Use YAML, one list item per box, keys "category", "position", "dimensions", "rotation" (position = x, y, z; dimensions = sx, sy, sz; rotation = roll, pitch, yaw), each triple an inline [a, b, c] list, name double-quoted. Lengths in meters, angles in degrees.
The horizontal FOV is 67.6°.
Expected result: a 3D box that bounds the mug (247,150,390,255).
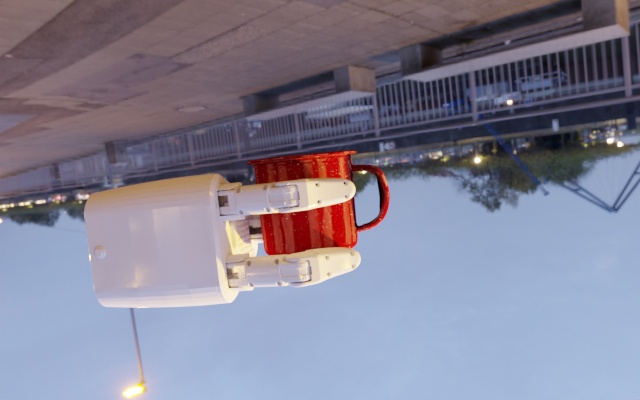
- category: "mug"
  position: [0.002, 0.001, 0.406]
  dimensions: [0.117, 0.081, 0.093]
  rotation: [-5, 4, 9]
